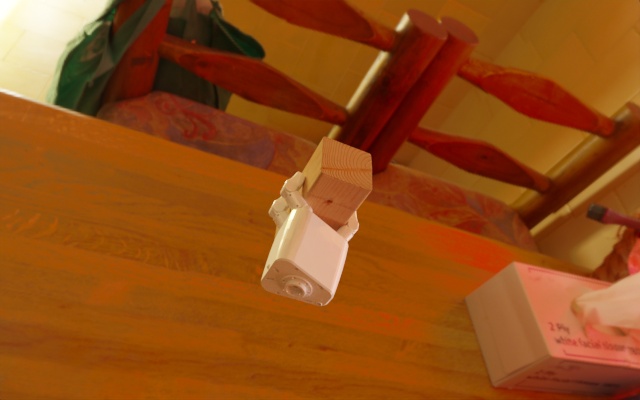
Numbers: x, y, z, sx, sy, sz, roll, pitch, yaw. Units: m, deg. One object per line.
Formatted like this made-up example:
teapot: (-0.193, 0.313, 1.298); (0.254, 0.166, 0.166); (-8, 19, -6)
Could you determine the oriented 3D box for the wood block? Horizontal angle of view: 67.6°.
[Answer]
wood block: (0.000, 0.003, 0.828); (0.091, 0.090, 0.206); (19, -45, -16)
